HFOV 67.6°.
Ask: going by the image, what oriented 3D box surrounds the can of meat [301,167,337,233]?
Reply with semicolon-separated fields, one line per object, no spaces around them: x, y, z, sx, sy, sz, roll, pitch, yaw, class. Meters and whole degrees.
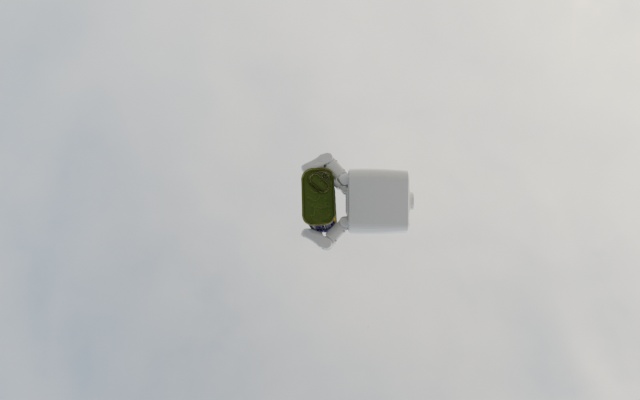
0.000;0.003;0.850;0.057;0.102;0.084;-4;-15;5;can of meat
